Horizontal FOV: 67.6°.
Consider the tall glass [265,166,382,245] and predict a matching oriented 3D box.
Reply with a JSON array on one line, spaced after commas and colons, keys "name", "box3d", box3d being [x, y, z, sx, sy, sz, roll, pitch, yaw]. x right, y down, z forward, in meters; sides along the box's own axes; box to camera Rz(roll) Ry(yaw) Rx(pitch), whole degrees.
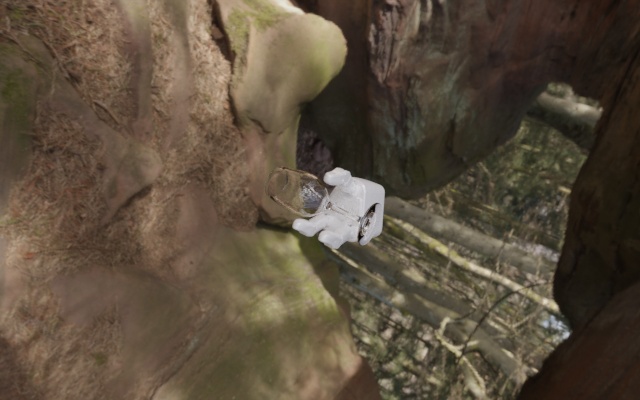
[{"name": "tall glass", "box3d": [0.001, 0.003, 0.815, 0.201, 0.079, 0.079, 24, 12, 28]}]
